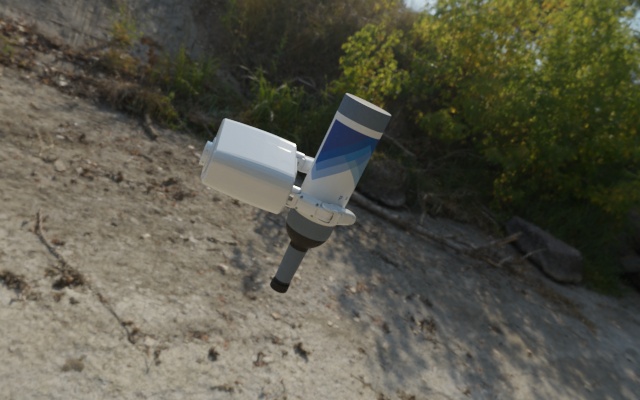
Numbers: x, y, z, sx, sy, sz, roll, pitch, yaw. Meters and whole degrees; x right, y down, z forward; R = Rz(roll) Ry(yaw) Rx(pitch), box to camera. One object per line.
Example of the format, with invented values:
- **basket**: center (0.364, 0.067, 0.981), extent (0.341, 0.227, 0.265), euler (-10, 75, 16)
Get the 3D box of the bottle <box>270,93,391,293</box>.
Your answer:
- **bottle**: center (0.000, 0.002, 0.659), extent (0.069, 0.296, 0.069), euler (24, 17, -8)
